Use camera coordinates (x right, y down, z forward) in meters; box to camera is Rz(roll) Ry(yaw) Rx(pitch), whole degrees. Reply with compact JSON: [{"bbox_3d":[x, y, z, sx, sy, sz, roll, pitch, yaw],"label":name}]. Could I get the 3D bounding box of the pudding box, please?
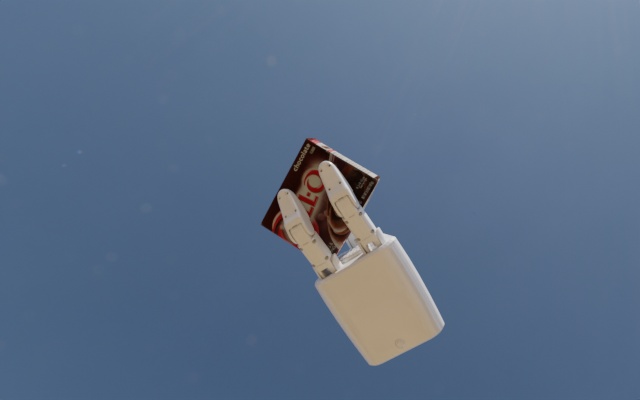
[{"bbox_3d":[0.000,0.002,0.522,0.090,0.113,0.039,31,12,9],"label":"pudding box"}]
